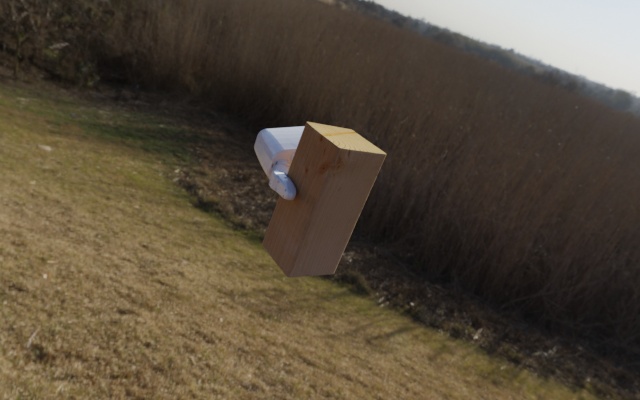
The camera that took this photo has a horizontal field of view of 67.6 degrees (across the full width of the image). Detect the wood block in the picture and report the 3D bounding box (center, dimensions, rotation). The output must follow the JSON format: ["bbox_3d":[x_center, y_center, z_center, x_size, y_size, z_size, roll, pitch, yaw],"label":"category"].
[{"bbox_3d":[0.000,0.002,0.699,0.091,0.206,0.090,3,28,-38],"label":"wood block"}]
